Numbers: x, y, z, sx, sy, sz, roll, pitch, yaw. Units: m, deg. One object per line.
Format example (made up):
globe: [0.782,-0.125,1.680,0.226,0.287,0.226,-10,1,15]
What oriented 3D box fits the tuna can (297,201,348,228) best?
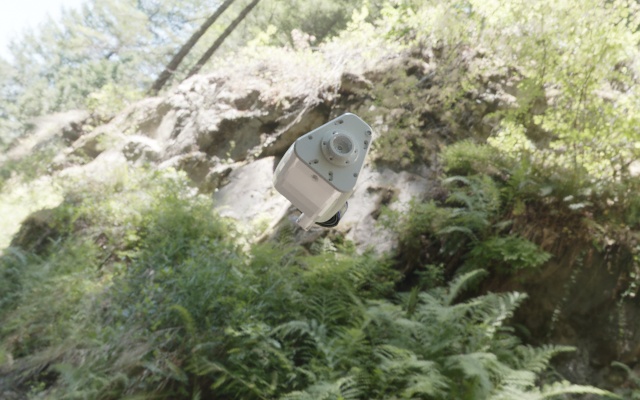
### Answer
tuna can: [0.000,0.002,0.758,0.086,0.033,0.086,26,-31,17]
